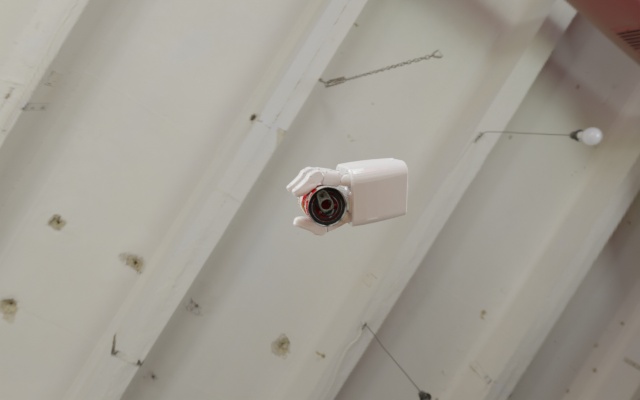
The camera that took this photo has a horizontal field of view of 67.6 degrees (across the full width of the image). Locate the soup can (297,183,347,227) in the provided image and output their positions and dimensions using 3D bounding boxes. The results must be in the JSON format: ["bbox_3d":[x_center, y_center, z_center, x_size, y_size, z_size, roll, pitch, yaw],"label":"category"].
[{"bbox_3d":[0.000,0.003,0.838,0.068,0.068,0.102,0,9,-14],"label":"soup can"}]
